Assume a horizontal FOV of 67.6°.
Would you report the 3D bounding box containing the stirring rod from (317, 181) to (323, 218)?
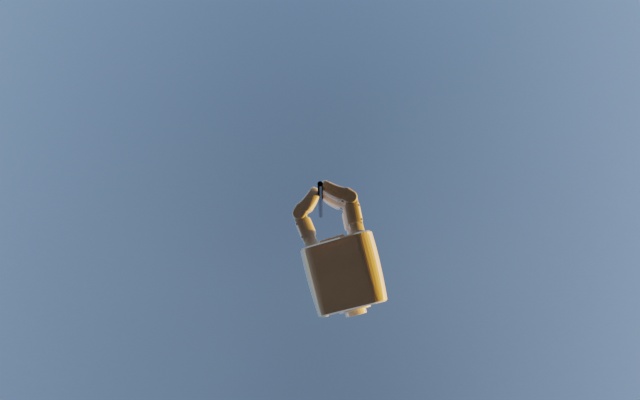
[{"bbox_3d":[0.000,0.003,0.803,0.011,0.011,0.239,0,-13,0],"label":"stirring rod"}]
